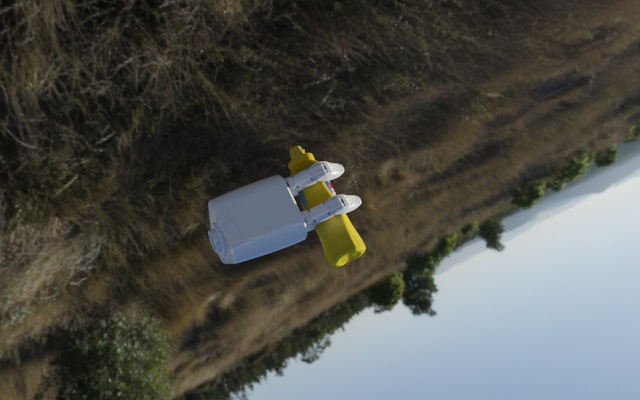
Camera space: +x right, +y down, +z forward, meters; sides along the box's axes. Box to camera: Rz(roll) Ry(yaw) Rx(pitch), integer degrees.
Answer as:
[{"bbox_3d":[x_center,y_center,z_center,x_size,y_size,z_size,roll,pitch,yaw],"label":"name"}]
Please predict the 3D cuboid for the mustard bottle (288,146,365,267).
[{"bbox_3d":[0.001,0.002,0.717,0.058,0.191,0.096,-27,-15,2],"label":"mustard bottle"}]
